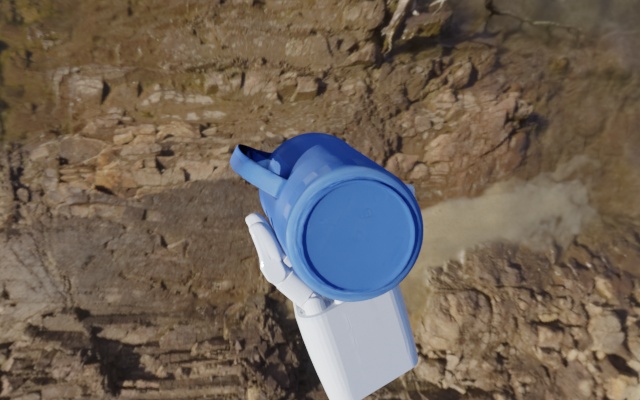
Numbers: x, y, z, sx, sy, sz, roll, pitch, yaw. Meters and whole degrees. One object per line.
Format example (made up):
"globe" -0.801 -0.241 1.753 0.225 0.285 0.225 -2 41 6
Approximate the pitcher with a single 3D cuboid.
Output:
"pitcher" 0.000 0.002 0.468 0.149 0.145 0.242 -18 13 -5
